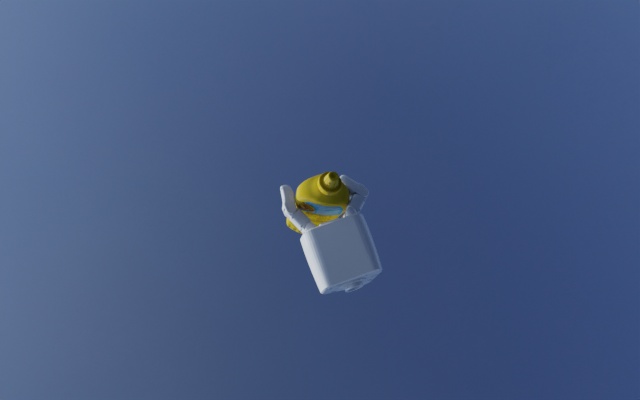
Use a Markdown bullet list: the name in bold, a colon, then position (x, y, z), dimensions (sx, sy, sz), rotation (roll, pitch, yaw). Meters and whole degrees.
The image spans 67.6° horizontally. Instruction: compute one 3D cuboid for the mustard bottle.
- **mustard bottle**: position (0.000, 0.003, 0.862), dimensions (0.096, 0.058, 0.192), rotation (10, -28, -9)
